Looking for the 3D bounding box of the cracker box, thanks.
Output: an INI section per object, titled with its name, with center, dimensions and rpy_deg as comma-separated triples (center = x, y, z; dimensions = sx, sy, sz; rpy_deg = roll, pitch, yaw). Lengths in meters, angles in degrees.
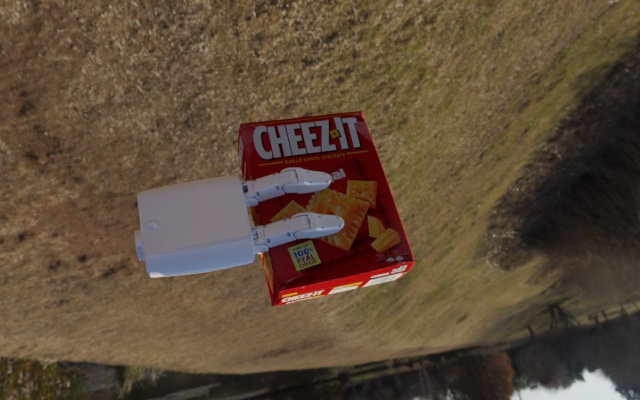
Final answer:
[cracker box]
center = 0.000, 0.002, 0.575
dimensions = 0.164, 0.213, 0.072
rpy_deg = -9, -23, -16
